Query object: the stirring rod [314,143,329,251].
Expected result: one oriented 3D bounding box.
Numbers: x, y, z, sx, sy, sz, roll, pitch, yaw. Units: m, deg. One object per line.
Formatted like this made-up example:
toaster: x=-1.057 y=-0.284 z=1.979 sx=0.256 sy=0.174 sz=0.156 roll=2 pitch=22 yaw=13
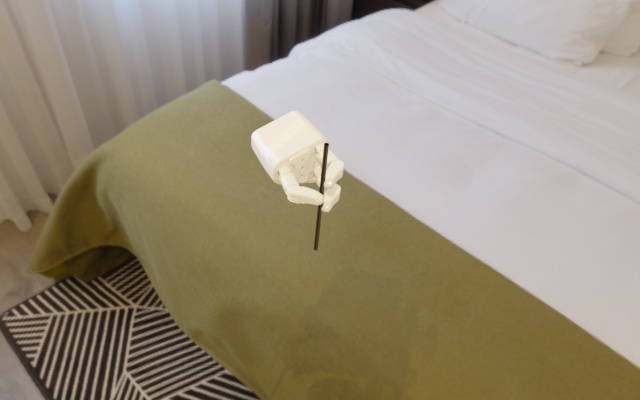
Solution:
stirring rod: x=0.000 y=0.003 z=0.797 sx=0.011 sy=0.240 sz=0.011 roll=3 pitch=44 yaw=-3
